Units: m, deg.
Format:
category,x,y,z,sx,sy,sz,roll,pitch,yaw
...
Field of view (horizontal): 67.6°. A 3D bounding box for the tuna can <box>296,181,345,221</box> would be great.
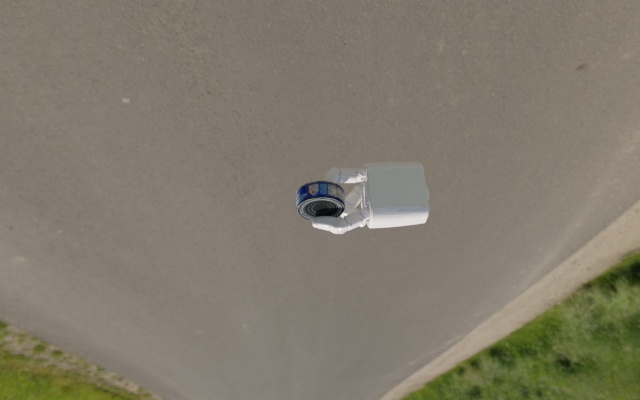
category,x,y,z,sx,sy,sz,roll,pitch,yaw
tuna can,0.000,0.003,0.833,0.086,0.033,0.086,-2,-31,-1
